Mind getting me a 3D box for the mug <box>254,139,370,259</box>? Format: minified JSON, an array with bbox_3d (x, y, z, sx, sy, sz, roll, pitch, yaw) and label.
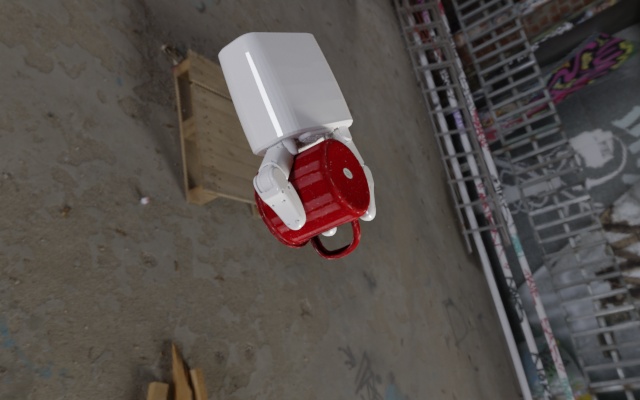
[{"bbox_3d":[0.001,0.003,0.472,0.081,0.117,0.093,-24,-2,29],"label":"mug"}]
